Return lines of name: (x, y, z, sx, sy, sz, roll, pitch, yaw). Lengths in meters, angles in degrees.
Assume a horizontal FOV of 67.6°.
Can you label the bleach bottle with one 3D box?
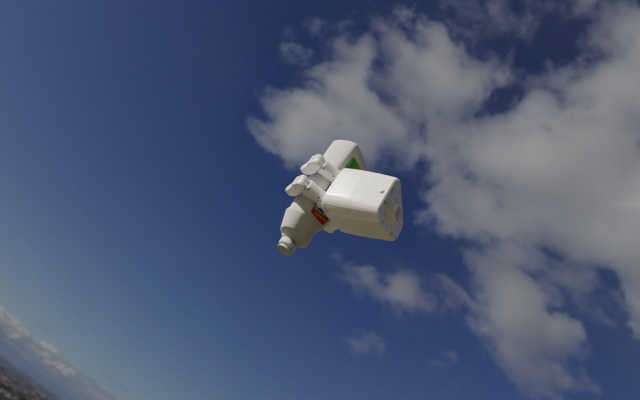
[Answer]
bleach bottle: (0.000, 0.003, 0.880, 0.068, 0.250, 0.103, 11, -38, 32)
